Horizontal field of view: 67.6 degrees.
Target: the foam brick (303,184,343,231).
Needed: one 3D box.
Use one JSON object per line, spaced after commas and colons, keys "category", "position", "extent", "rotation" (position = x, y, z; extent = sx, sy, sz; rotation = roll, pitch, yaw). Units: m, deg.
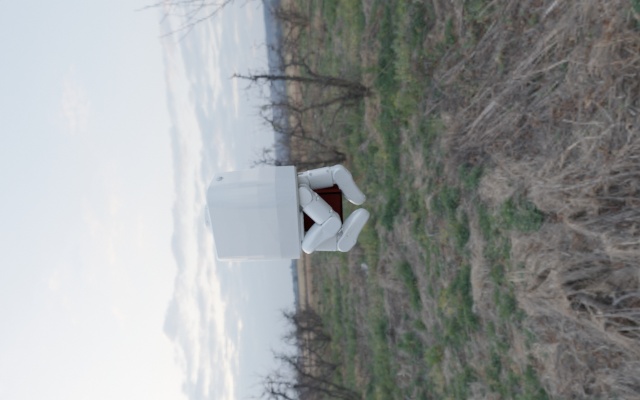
{"category": "foam brick", "position": [0.000, 0.002, 0.641], "extent": [0.051, 0.053, 0.078], "rotation": [-4, 18, -3]}
